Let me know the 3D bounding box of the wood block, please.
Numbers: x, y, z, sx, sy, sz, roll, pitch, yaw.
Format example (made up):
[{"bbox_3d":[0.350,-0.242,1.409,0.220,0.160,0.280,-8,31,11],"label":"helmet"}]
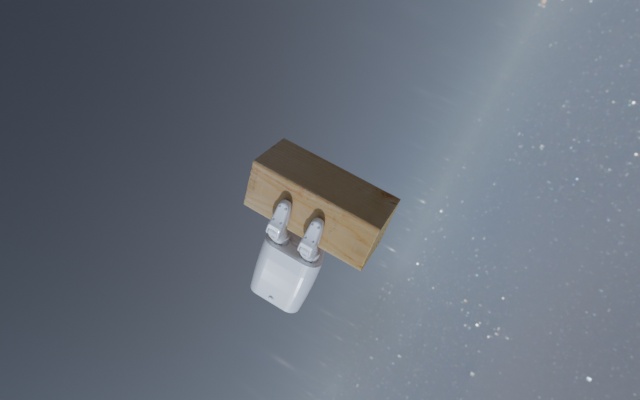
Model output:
[{"bbox_3d":[0.000,0.003,0.719,0.206,0.090,0.090,29,39,12],"label":"wood block"}]
